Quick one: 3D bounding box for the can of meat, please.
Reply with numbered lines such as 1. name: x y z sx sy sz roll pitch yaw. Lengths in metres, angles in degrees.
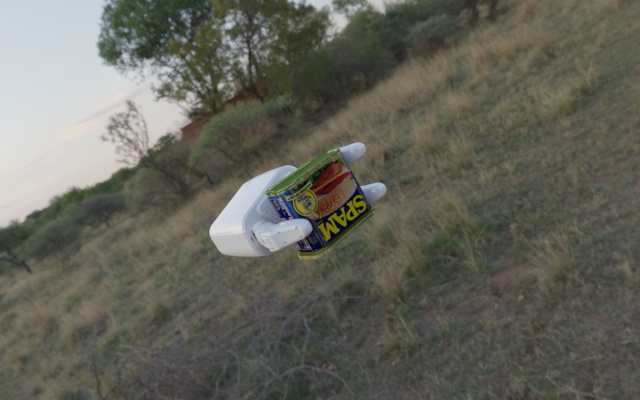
1. can of meat: 0.000 0.002 0.530 0.102 0.084 0.057 -37 14 -30
